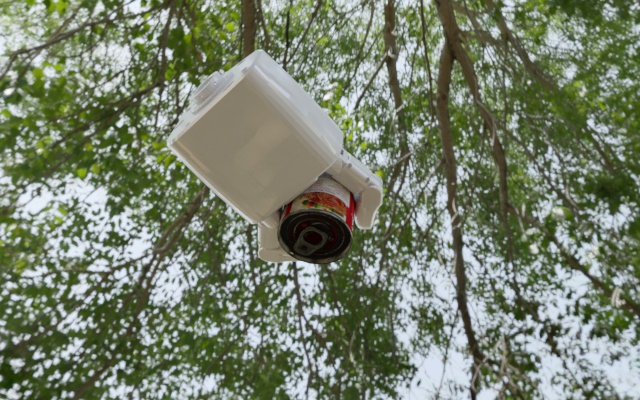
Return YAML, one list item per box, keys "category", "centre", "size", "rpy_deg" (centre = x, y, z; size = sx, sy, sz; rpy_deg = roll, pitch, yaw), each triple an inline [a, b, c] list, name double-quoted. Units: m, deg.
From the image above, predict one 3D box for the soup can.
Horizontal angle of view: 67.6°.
- category: "soup can"
  centre: [0.001, 0.002, 0.461]
  size: [0.068, 0.069, 0.102]
  rpy_deg: [0, 40, 8]
